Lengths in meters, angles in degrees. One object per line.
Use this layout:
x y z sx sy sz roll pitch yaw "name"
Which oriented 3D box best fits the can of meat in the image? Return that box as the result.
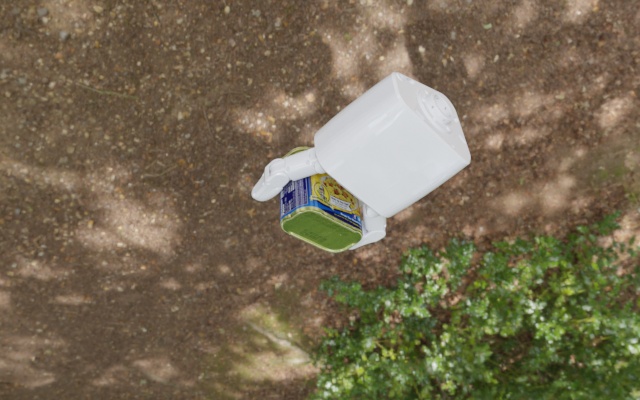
0.000 0.002 0.536 0.102 0.084 0.057 28 -47 -37 "can of meat"
